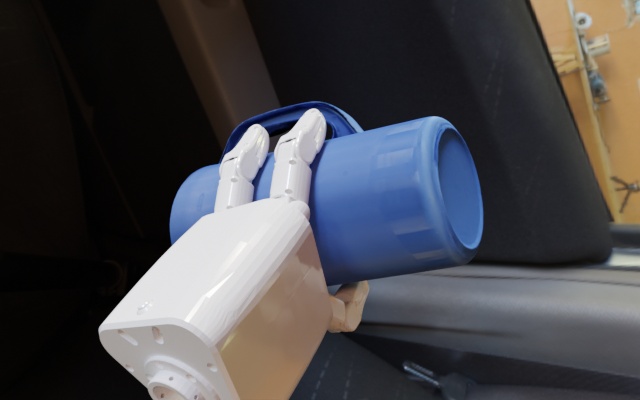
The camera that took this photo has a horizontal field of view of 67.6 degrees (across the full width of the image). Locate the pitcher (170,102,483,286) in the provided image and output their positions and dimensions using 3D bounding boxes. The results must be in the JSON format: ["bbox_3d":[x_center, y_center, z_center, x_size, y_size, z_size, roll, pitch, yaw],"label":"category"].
[{"bbox_3d":[0.000,0.001,0.403,0.243,0.149,0.145,-12,26,34],"label":"pitcher"}]
